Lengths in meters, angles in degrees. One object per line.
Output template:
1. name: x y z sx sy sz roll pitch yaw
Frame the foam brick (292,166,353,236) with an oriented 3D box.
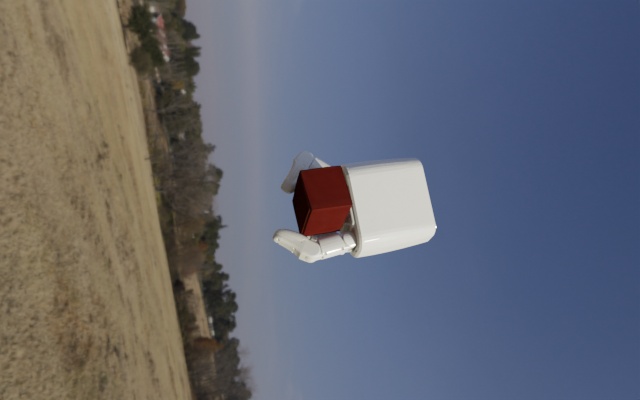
1. foam brick: 0.000 0.002 0.565 0.051 0.053 0.078 -8 -25 -14
